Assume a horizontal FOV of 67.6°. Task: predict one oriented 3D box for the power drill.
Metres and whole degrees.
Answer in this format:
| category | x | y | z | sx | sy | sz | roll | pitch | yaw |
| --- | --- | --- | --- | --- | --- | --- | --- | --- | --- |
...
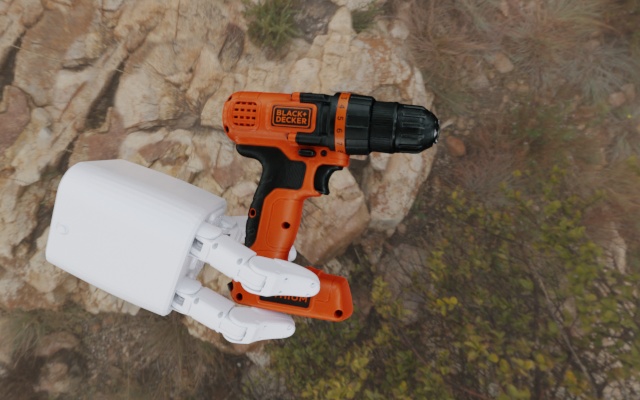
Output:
| category | x | y | z | sx | sy | sz | roll | pitch | yaw |
| --- | --- | --- | --- | --- | --- | --- | --- | --- | --- |
| power drill | 0.000 | 0.002 | 0.407 | 0.184 | 0.187 | 0.057 | 6 | 0 | 13 |
